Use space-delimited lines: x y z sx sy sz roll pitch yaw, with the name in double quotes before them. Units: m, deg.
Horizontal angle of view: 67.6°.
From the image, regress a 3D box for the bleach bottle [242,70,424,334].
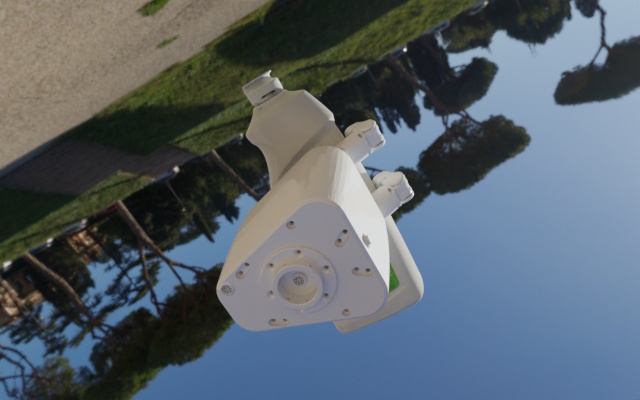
"bleach bottle" 0.000 0.001 0.448 0.102 0.251 0.068 -27 17 14
